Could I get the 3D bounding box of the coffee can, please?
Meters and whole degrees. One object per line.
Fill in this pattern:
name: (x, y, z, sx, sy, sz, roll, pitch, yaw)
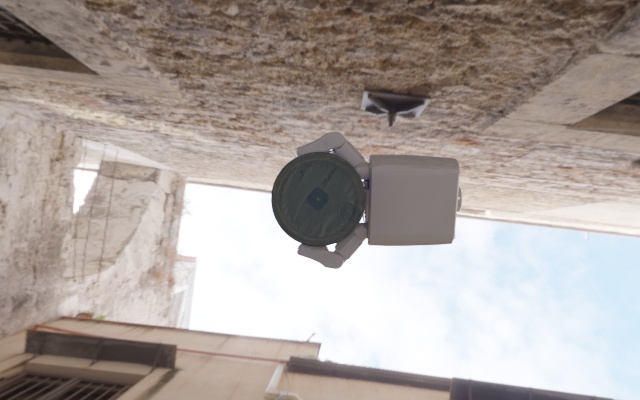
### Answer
coffee can: (0.000, 0.002, 0.581, 0.103, 0.103, 0.140, 0, -3, 2)
